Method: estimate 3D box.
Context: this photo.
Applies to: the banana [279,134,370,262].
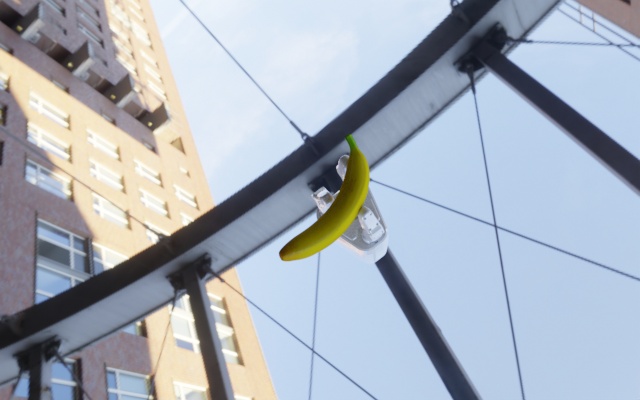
[{"bbox_3d":[0.018,0.009,0.646,0.069,0.197,0.037,31,-17,-5],"label":"banana"}]
